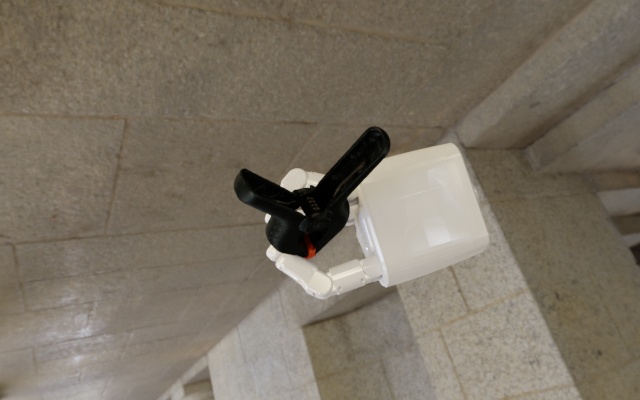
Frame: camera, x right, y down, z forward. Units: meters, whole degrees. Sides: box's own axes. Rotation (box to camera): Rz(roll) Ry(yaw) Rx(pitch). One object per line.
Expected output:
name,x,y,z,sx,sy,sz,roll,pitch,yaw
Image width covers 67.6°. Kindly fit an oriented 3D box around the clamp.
clamp,0.000,0.002,0.405,0.120,0.039,0.171,-18,-23,-5
